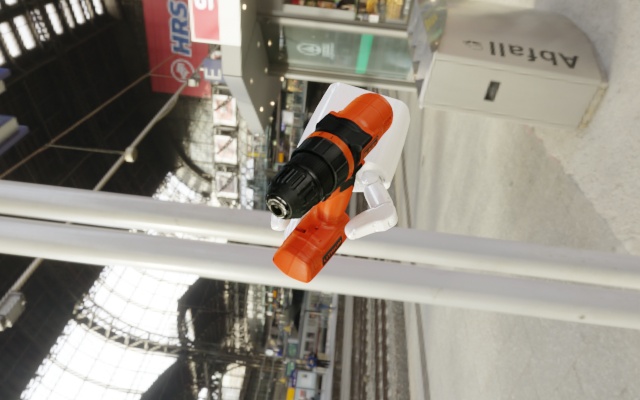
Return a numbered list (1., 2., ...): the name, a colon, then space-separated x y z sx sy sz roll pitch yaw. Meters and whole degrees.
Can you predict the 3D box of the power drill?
1. power drill: 0.000 0.002 0.480 0.057 0.188 0.184 33 49 14
